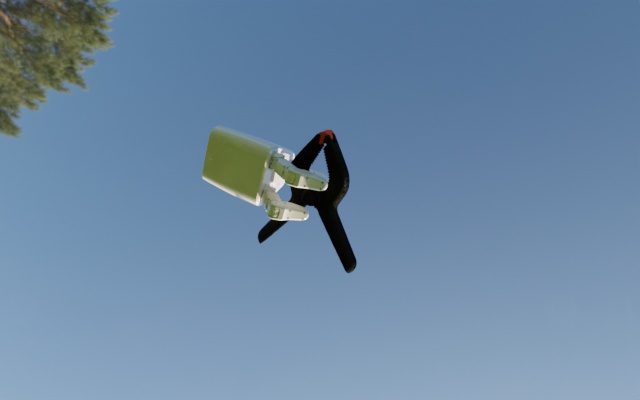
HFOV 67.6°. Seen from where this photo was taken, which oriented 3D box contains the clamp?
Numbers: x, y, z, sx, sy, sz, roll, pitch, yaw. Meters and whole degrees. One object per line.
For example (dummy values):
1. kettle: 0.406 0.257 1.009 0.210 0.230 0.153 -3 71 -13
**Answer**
1. clamp: 0.000 0.002 0.710 0.164 0.210 0.036 23 22 14
